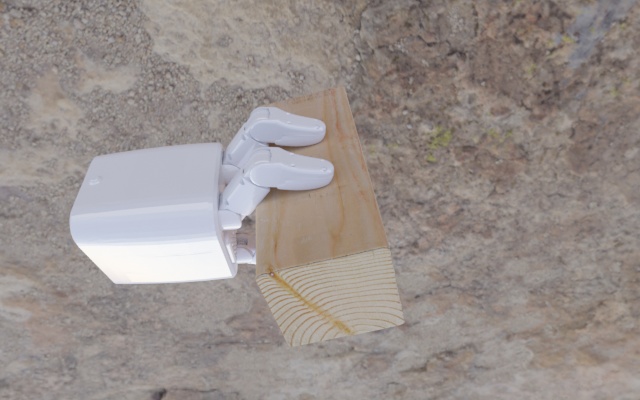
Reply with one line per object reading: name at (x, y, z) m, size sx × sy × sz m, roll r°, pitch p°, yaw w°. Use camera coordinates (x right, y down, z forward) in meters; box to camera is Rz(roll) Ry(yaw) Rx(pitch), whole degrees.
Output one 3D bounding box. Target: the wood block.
wood block at (0.000, 0.002, 0.401) m, size 0.090 × 0.091 × 0.206 m, roll -13°, pitch 42°, yaw 4°
